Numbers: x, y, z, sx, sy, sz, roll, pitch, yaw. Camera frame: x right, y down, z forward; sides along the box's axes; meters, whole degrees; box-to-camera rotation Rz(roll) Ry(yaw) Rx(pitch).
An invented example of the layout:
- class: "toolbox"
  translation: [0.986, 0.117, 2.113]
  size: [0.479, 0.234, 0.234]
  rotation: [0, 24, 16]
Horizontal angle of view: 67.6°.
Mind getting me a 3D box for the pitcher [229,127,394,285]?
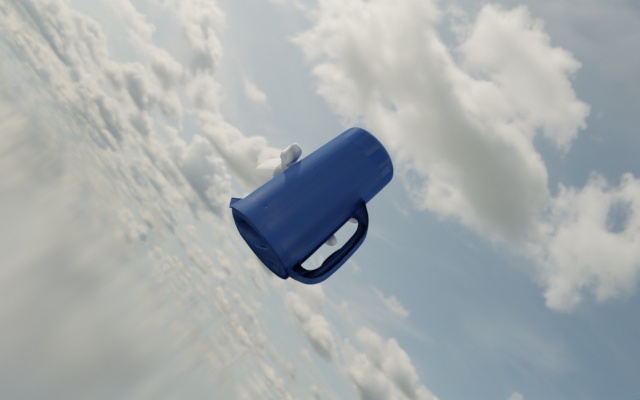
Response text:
- class: "pitcher"
  translation: [0.000, 0.002, 0.717]
  size: [0.243, 0.149, 0.145]
  rotation: [-38, 19, -19]
